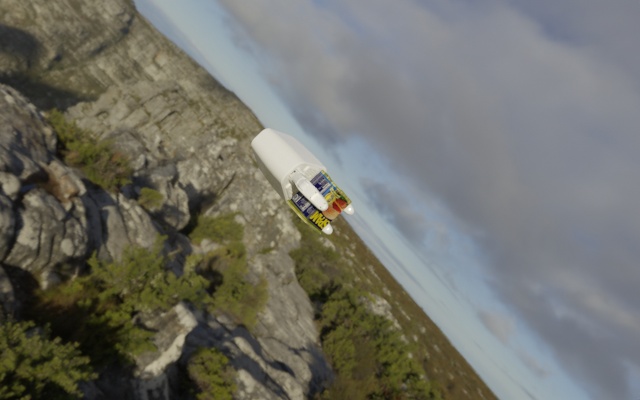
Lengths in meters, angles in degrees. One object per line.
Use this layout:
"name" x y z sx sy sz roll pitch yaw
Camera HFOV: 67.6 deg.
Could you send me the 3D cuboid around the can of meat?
"can of meat" 0.000 0.003 0.845 0.057 0.084 0.102 47 1 28
